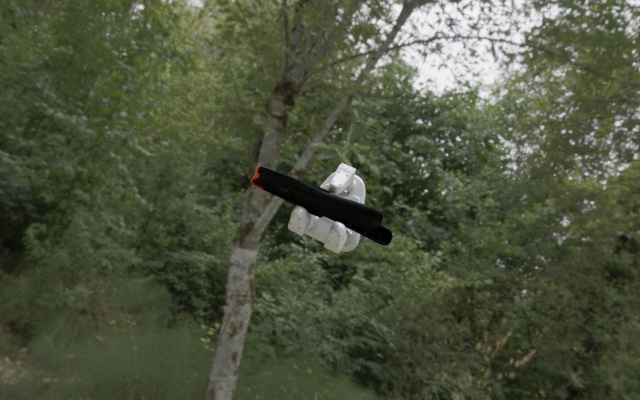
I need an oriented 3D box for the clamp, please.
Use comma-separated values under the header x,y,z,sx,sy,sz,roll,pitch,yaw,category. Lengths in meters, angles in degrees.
x,y,z,sx,sy,sz,roll,pitch,yaw,category
0.000,0.001,0.633,0.210,0.036,0.164,24,-8,10,clamp
